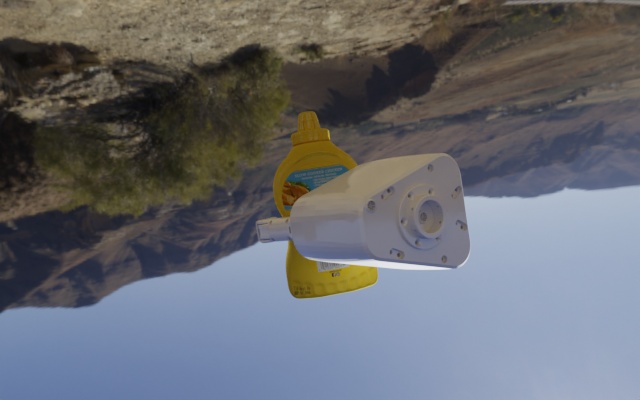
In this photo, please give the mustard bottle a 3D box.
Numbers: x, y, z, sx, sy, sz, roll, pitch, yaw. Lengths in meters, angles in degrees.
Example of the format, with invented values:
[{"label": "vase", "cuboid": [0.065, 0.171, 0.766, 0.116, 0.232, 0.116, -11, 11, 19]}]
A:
[{"label": "mustard bottle", "cuboid": [0.000, 0.002, 0.508, 0.096, 0.191, 0.058, -9, 2, -6]}]
